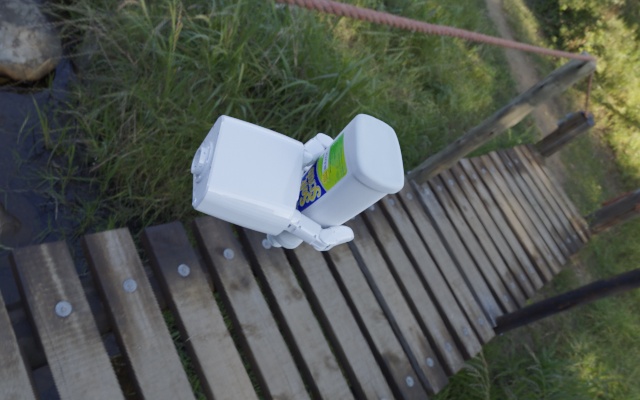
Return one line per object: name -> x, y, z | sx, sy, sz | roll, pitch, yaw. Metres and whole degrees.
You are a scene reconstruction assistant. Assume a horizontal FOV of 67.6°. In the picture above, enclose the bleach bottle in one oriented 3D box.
bleach bottle -> 0.000, 0.002, 0.619 | 0.068, 0.102, 0.251 | 20, -40, -26
